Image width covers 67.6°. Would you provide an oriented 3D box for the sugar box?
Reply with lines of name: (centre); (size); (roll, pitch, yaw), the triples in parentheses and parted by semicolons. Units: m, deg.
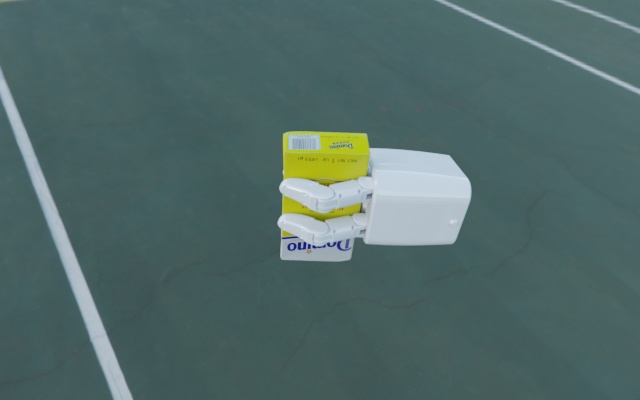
sugar box: (0.000, 0.002, 0.566); (0.093, 0.176, 0.048); (2, 41, -4)
